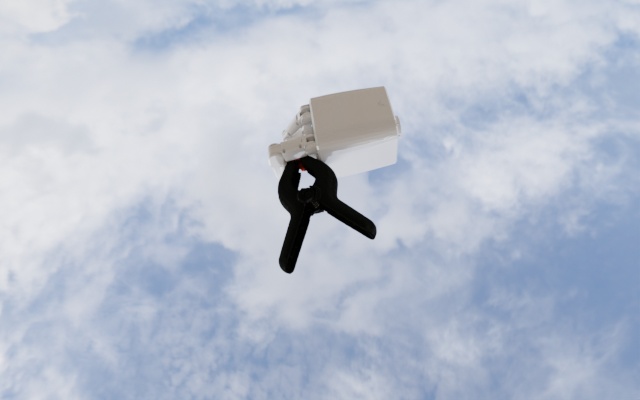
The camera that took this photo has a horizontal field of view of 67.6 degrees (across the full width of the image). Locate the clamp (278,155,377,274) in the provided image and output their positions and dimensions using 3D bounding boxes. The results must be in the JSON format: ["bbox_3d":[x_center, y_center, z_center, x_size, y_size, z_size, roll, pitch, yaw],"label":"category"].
[{"bbox_3d":[0.000,0.002,0.594,0.120,0.171,0.039,-12,-34,5],"label":"clamp"}]
